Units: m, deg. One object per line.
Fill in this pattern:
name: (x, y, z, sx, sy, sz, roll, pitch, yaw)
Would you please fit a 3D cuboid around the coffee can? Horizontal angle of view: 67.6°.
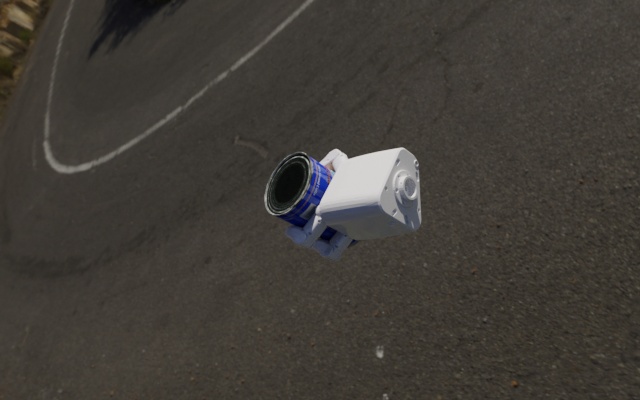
coffee can: (0.000, 0.002, 0.734, 0.140, 0.102, 0.103, 29, -19, -37)
